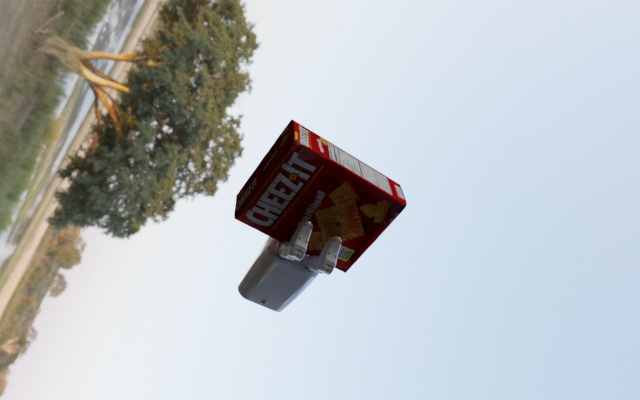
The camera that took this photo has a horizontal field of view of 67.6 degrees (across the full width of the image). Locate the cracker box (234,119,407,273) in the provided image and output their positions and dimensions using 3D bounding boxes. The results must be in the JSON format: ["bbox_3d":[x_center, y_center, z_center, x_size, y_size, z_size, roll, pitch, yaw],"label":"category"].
[{"bbox_3d":[0.000,0.002,0.739,0.214,0.164,0.072,28,27,-23],"label":"cracker box"}]
